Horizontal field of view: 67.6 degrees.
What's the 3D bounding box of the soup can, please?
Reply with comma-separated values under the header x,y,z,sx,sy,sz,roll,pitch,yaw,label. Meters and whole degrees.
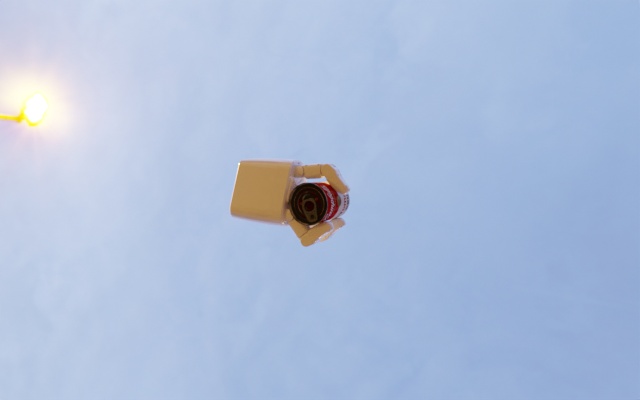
x,y,z,sx,sy,sz,roll,pitch,yaw,label
0.001,0.002,0.787,0.068,0.068,0.102,0,4,24,soup can
